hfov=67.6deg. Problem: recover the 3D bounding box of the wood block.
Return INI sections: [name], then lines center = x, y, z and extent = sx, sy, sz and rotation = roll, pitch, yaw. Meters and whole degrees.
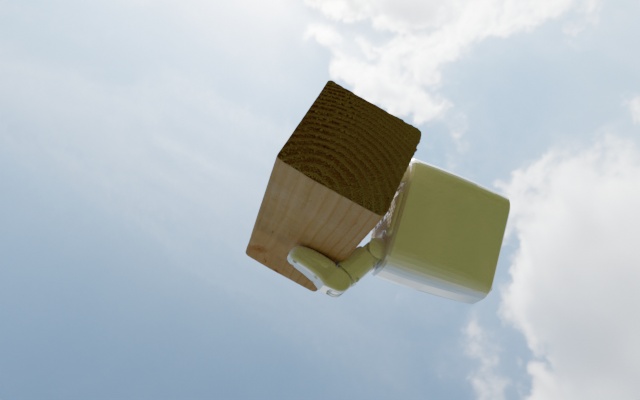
[wood block]
center = 0.000, 0.002, 0.446
extent = 0.090, 0.090, 0.206
rotation = 29, -30, 0
